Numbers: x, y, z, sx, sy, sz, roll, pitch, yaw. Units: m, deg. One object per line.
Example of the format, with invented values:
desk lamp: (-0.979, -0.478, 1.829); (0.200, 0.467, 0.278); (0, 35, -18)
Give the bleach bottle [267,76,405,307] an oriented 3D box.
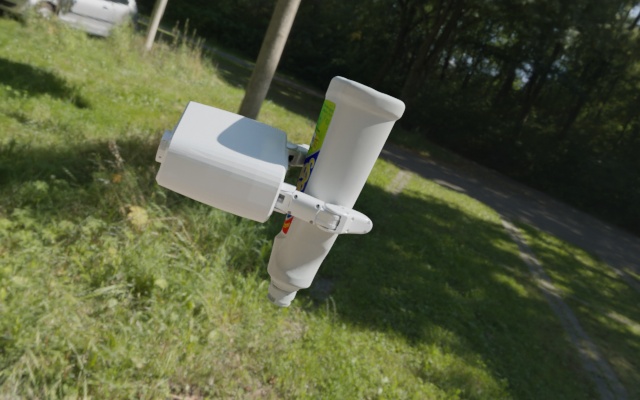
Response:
bleach bottle: (0.000, 0.002, 0.501); (0.068, 0.251, 0.102); (19, 14, -14)
